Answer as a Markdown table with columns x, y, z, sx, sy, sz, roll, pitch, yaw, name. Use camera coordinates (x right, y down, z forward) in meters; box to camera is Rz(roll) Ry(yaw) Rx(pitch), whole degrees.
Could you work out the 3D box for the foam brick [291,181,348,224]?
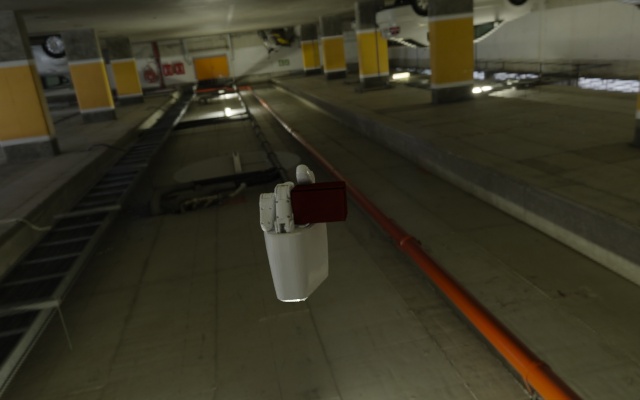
| x | y | z | sx | sy | sz | roll | pitch | yaw | name |
| --- | --- | --- | --- | --- | --- | --- | --- | --- | --- |
| 0.000 | 0.002 | 0.705 | 0.078 | 0.051 | 0.053 | -4 | 11 | 8 | foam brick |
